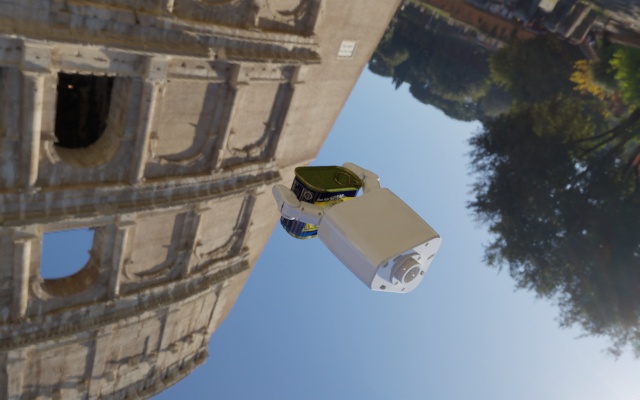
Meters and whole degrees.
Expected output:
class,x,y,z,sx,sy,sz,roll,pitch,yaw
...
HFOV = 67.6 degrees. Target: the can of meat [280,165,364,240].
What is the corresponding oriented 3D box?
class,x,y,z,sx,sy,sz,roll,pitch,yaw
can of meat,0.000,0.002,0.660,0.102,0.084,0.057,-6,37,-42
